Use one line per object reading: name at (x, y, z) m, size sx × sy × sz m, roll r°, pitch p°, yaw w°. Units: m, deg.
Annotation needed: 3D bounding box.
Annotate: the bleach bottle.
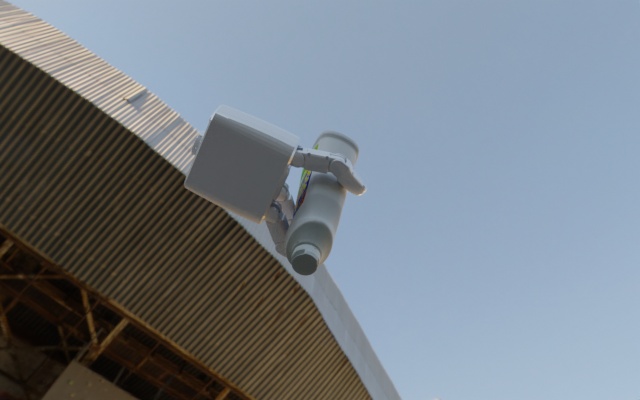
bleach bottle at (0.000, 0.002, 0.612) m, size 0.068 × 0.103 × 0.250 m, roll 25°, pitch 29°, yaw -7°
